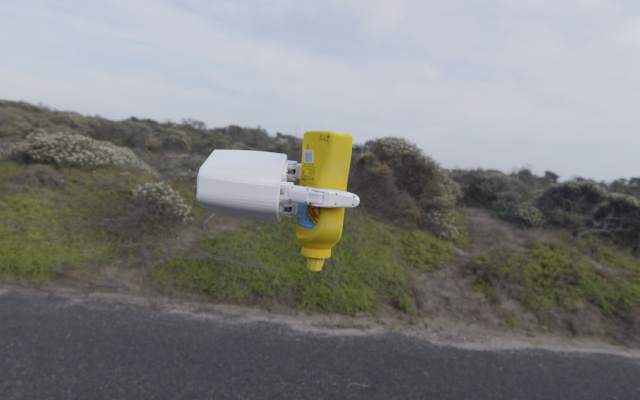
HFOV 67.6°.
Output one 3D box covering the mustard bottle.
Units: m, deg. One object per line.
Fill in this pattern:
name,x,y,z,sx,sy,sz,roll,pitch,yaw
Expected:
mustard bottle,0.000,0.002,0.656,0.058,0.191,0.096,4,5,-26
